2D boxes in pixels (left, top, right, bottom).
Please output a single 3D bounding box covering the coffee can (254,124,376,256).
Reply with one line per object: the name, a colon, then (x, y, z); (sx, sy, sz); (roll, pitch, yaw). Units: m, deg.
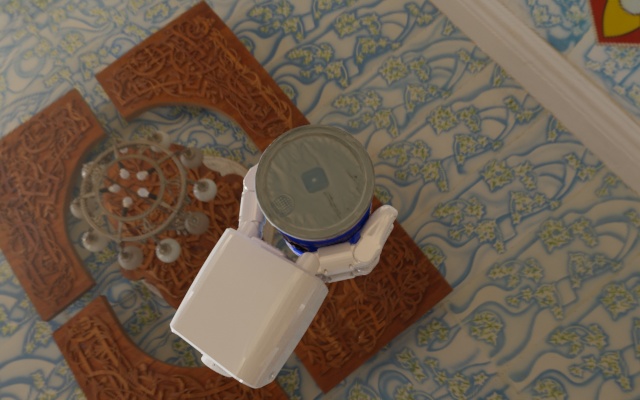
coffee can: (0.000, 0.001, 0.468); (0.103, 0.102, 0.140); (0, -16, 5)
